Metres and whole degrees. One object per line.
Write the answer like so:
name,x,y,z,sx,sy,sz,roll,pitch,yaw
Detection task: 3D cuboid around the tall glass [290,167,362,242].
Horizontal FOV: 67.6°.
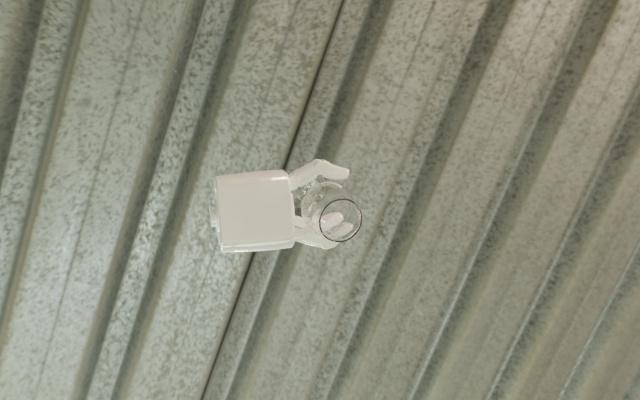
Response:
tall glass,0.000,0.002,0.733,0.079,0.079,0.201,0,14,-17
